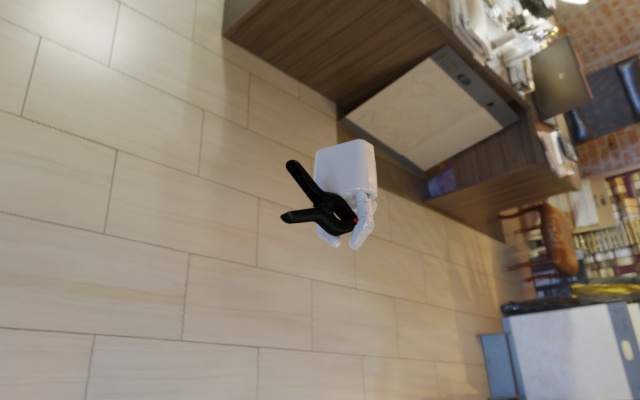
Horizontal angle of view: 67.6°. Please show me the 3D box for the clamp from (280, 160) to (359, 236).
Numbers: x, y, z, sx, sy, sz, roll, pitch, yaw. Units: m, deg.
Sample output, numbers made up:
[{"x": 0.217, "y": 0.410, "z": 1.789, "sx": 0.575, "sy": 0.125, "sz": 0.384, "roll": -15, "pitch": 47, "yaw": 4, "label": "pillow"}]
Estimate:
[{"x": 0.001, "y": 0.003, "z": 0.809, "sx": 0.039, "sy": 0.120, "sz": 0.171, "roll": -23, "pitch": -33, "yaw": 40, "label": "clamp"}]
